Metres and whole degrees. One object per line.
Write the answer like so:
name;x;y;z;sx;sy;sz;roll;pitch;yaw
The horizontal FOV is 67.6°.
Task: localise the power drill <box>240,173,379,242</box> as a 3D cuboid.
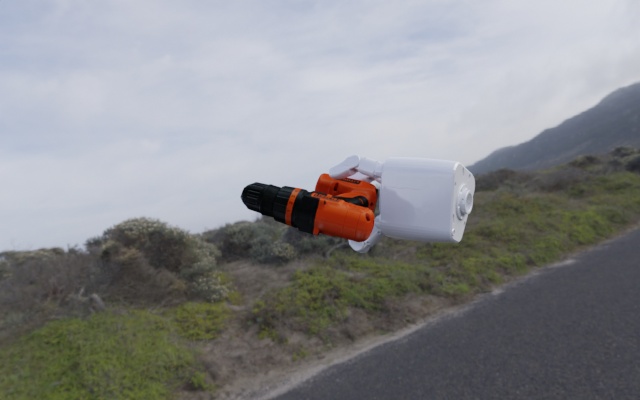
power drill;0.001;0.002;0.695;0.184;0.057;0.187;16;16;14
